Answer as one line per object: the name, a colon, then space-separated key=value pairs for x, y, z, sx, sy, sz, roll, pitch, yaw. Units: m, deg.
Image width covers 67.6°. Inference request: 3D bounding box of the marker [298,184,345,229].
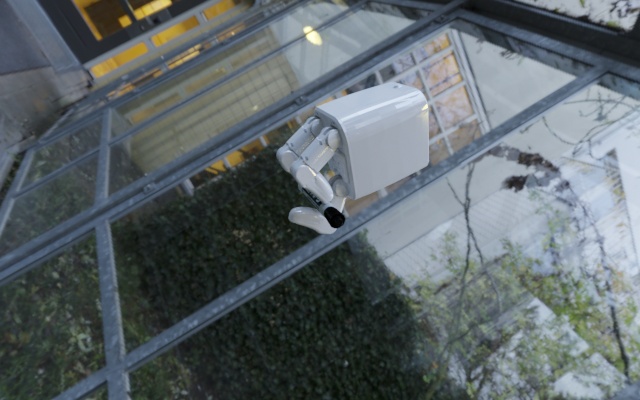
marker: x=0.000 y=0.002 z=0.564 sx=0.020 sy=0.020 sz=0.121 roll=0 pitch=21 yaw=-21
